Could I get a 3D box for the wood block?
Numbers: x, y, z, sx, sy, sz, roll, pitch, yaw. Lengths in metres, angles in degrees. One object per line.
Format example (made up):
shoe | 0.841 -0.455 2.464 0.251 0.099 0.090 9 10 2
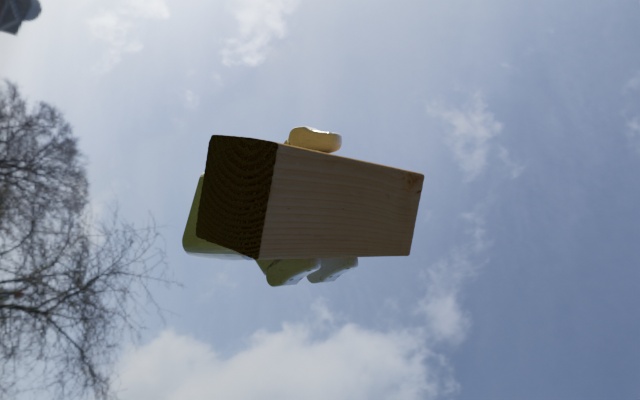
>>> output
wood block | 0.000 0.001 0.452 0.090 0.091 0.206 13 5 43
